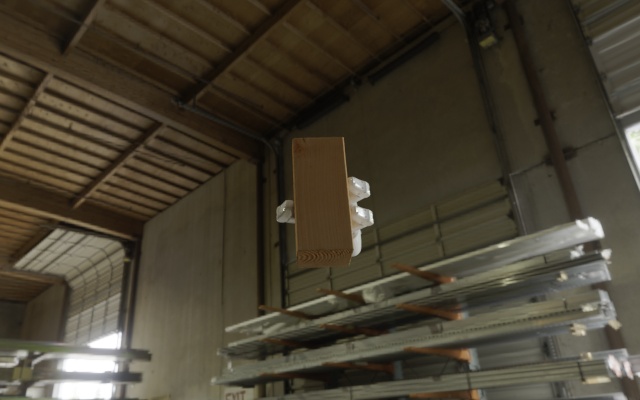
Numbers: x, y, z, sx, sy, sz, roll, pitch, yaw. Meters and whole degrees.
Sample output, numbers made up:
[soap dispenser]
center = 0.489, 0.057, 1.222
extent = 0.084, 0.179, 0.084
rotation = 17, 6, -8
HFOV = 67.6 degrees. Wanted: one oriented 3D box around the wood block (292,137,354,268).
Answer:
[wood block]
center = 0.000, 0.003, 0.817
extent = 0.091, 0.206, 0.090
rotation = -2, -26, -4
